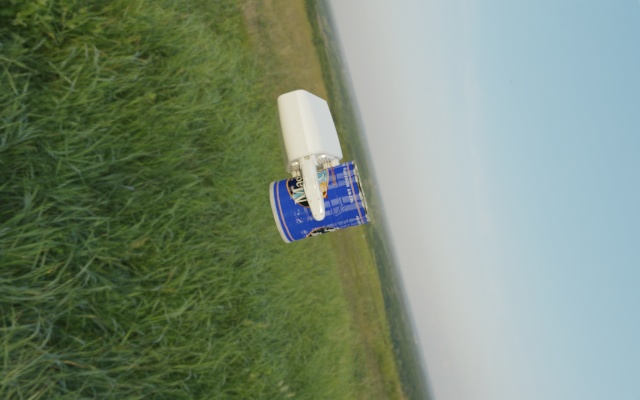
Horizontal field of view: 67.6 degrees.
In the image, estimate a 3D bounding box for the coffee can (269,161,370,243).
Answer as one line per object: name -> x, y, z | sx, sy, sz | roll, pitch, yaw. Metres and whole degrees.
coffee can -> 0.000, 0.003, 0.772 | 0.140, 0.103, 0.103 | -15, -2, 7
